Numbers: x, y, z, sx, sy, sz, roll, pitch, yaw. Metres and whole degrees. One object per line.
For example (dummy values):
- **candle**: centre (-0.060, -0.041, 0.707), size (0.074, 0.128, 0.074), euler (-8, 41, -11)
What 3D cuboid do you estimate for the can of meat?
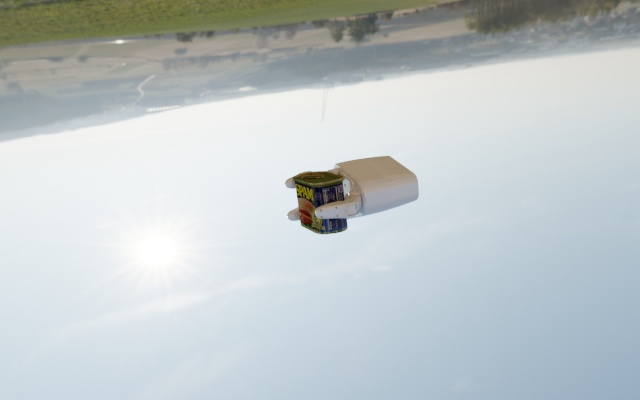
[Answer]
- **can of meat**: centre (0.000, 0.003, 0.760), size (0.057, 0.084, 0.102), euler (-14, 15, -23)
